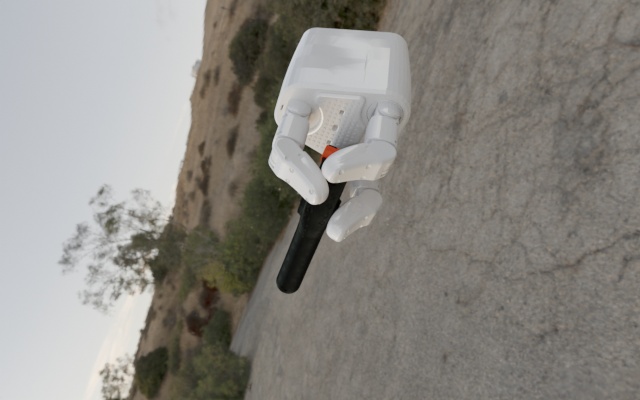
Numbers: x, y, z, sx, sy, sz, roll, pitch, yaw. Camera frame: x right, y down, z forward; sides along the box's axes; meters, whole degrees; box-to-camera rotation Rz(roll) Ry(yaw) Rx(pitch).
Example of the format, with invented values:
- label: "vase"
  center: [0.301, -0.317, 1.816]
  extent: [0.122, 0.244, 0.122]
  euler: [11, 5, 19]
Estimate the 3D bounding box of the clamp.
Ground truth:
- label: "clamp"
  center: [0.000, 0.001, 0.449]
  extent: [0.039, 0.120, 0.172]
  euler: [19, -42, -7]
